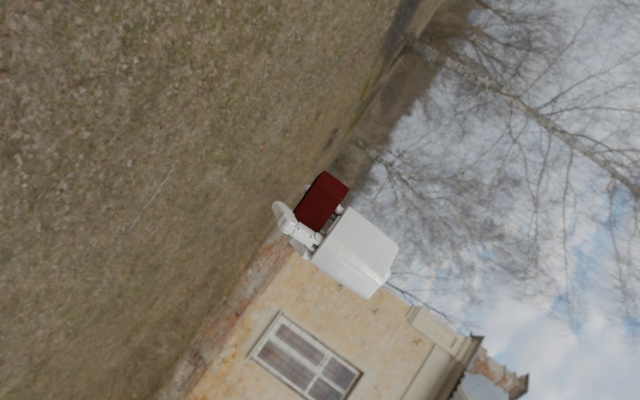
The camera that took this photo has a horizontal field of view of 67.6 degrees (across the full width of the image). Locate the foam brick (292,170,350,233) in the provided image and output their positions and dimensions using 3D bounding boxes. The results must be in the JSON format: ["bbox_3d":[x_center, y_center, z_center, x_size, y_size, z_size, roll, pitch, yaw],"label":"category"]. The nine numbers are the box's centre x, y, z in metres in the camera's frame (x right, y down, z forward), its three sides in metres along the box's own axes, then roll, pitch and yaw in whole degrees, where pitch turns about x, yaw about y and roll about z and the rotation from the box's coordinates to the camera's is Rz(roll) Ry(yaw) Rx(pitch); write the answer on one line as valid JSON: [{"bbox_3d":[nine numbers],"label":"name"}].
[{"bbox_3d":[0.000,0.002,0.732,0.051,0.078,0.053,36,23,2],"label":"foam brick"}]
